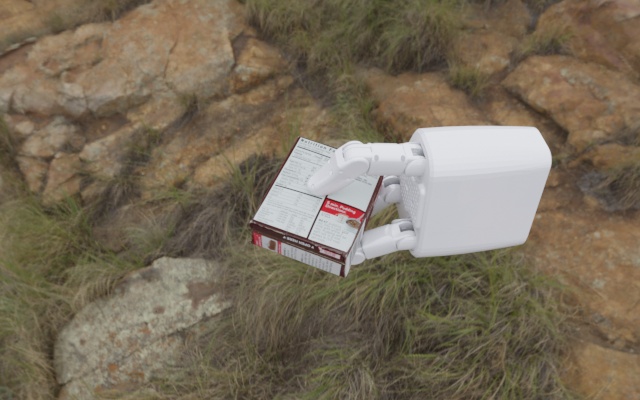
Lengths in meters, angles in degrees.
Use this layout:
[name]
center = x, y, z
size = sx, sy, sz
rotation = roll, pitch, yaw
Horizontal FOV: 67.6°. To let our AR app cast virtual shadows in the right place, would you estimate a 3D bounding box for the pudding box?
[pudding box]
center = 0.000, 0.001, 0.428
size = 0.090, 0.113, 0.039
rotation = 18, -38, 10
